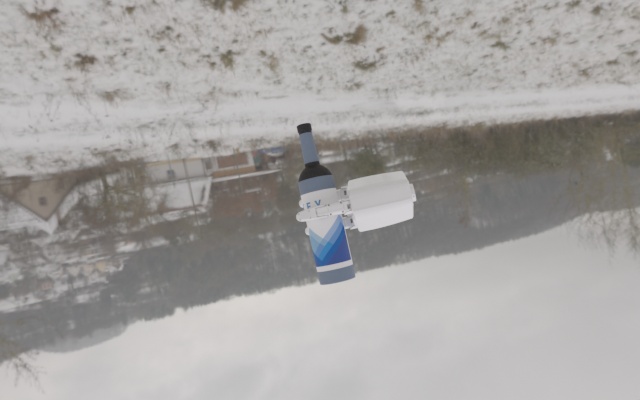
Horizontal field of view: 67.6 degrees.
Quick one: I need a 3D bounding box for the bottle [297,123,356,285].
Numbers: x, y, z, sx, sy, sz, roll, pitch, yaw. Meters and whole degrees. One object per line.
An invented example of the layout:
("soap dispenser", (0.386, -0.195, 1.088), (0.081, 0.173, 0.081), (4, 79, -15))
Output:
("bottle", (0.000, 0.003, 0.878), (0.069, 0.295, 0.069), (-12, -4, -1))
